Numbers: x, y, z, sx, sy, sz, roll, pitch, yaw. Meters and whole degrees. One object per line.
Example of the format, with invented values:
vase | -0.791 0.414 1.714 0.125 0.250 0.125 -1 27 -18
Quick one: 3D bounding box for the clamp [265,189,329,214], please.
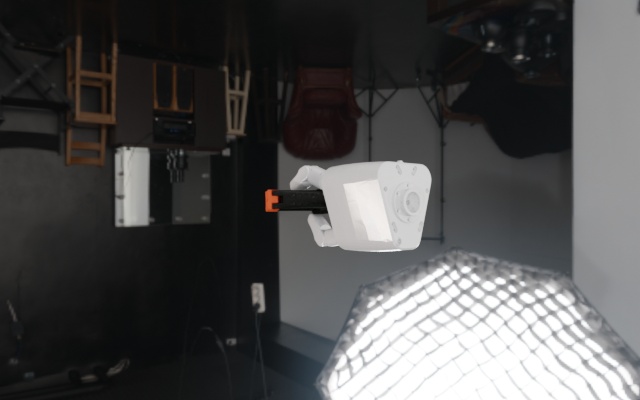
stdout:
clamp | 0.000 0.003 0.711 0.210 0.036 0.164 0 -4 -37
